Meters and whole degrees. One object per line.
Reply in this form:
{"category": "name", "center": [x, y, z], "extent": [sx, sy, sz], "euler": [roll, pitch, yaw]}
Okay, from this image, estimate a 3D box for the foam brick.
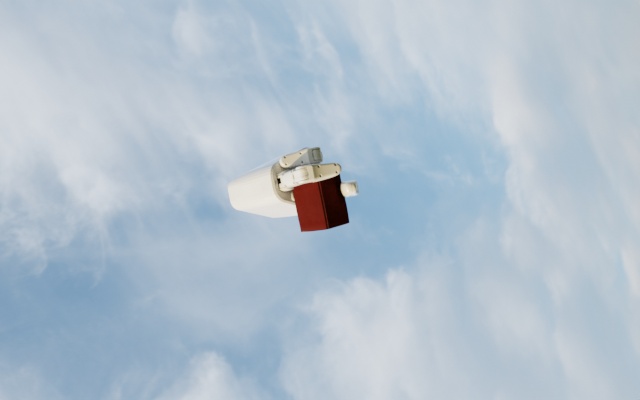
{"category": "foam brick", "center": [0.000, 0.002, 0.676], "extent": [0.051, 0.078, 0.053], "euler": [-13, -2, 39]}
